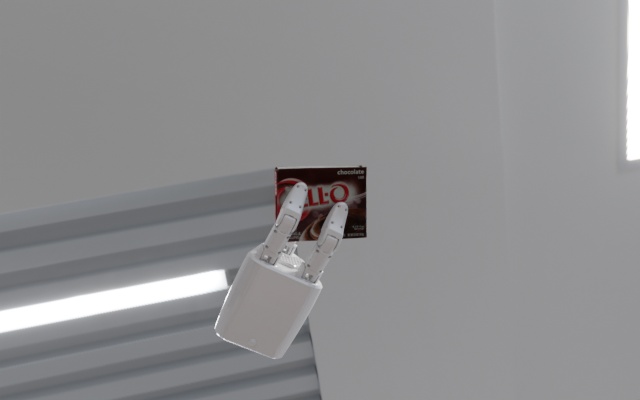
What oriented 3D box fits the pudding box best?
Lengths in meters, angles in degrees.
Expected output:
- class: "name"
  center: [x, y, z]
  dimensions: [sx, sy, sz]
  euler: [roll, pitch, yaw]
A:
- class: "pudding box"
  center: [0.000, 0.002, 0.593]
  dimensions: [0.113, 0.090, 0.039]
  euler: [-3, 11, -9]
